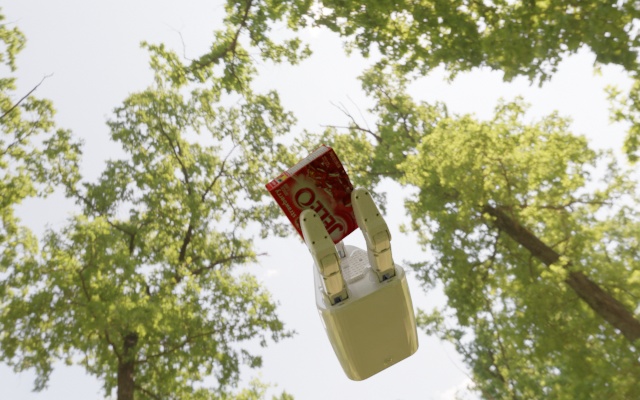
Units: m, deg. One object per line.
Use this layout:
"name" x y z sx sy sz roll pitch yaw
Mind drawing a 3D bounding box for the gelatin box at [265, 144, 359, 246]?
"gelatin box" 0.000 0.001 0.472 0.073 0.089 0.030 -35 23 -6
